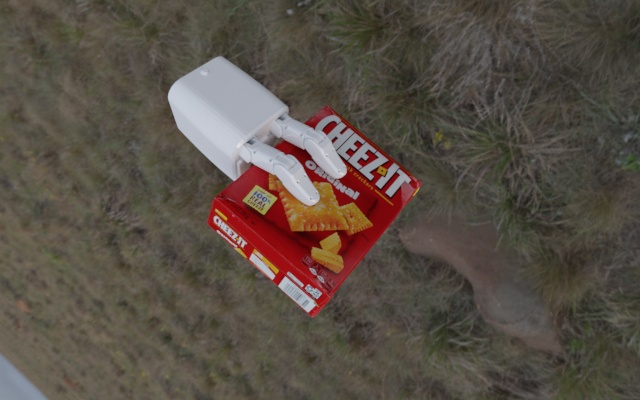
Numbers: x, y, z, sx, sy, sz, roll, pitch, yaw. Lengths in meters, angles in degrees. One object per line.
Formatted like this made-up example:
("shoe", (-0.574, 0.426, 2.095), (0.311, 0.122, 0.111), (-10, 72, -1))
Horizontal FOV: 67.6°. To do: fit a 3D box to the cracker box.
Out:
("cracker box", (0.000, 0.002, 0.572), (0.213, 0.164, 0.072), (-45, -7, -35))
